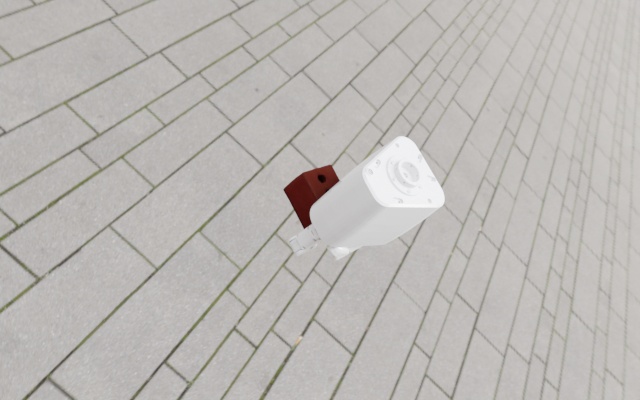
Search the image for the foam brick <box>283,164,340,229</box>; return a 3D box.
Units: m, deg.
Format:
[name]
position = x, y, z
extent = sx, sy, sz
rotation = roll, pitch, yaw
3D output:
[foam brick]
position = 0.000, 0.002, 0.609
extent = 0.053, 0.078, 0.051
rotation = -20, -14, -40
